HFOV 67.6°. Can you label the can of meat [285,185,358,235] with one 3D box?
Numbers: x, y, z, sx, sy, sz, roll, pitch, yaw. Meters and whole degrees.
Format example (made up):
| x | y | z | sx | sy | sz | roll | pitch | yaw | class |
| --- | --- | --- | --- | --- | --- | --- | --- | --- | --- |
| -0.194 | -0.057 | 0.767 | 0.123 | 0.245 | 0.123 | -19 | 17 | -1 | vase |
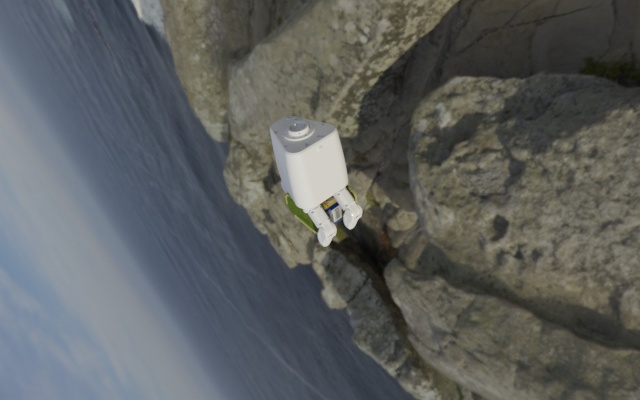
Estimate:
| x | y | z | sx | sy | sz | roll | pitch | yaw | class |
| --- | --- | --- | --- | --- | --- | --- | --- | --- | --- |
| 0.000 | 0.003 | 0.827 | 0.084 | 0.057 | 0.102 | -34 | 48 | -23 | can of meat |
